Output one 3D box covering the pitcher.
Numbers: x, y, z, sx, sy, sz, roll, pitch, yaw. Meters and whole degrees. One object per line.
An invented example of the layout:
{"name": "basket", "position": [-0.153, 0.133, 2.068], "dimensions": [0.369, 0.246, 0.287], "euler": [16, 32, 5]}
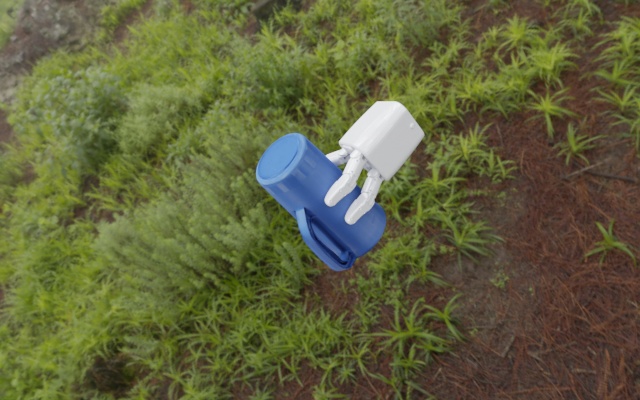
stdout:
{"name": "pitcher", "position": [0.000, 0.003, 0.845], "dimensions": [0.243, 0.145, 0.149], "euler": [43, 0, -36]}
